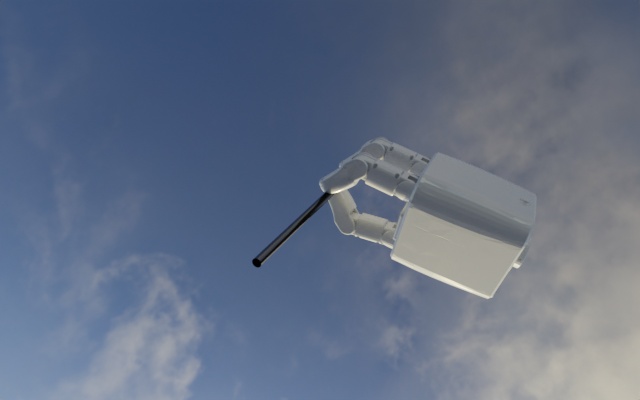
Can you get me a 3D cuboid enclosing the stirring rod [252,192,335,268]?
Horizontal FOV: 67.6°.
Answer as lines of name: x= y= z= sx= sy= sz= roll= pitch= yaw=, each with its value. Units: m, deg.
stirring rod: x=0.000 y=0.002 z=0.461 sx=0.011 sy=0.011 sz=0.239 roll=0 pitch=22 yaw=26
